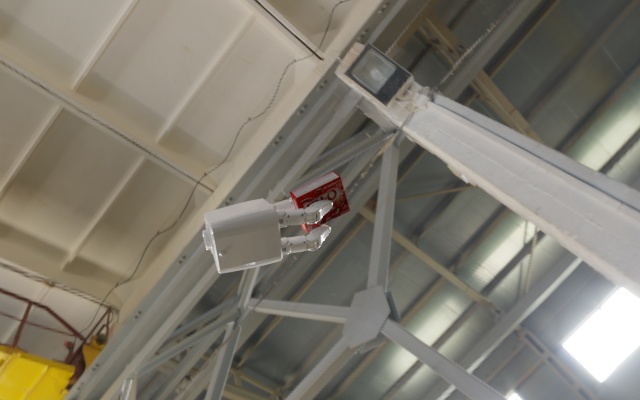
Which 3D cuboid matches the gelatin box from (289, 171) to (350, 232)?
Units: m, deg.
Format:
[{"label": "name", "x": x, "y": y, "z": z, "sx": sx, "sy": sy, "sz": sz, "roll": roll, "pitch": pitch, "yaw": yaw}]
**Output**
[{"label": "gelatin box", "x": 0.000, "y": 0.002, "z": 0.816, "sx": 0.089, "sy": 0.073, "sz": 0.030, "roll": -26, "pitch": 33, "yaw": -13}]
